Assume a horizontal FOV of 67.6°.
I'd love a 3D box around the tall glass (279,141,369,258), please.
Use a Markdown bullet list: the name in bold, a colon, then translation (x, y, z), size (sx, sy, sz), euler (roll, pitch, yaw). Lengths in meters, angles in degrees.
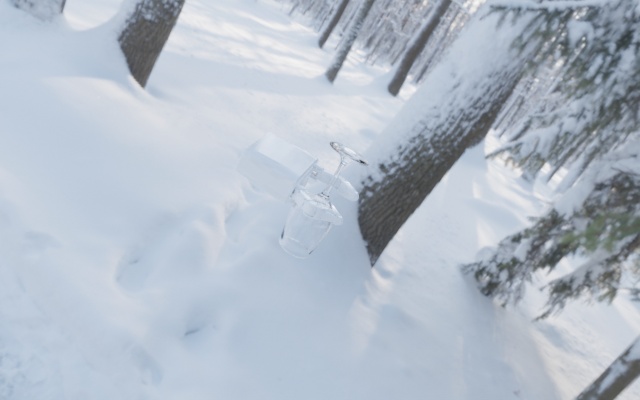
- **tall glass**: translation (0.001, 0.002, 0.820), size (0.079, 0.201, 0.079), euler (27, 19, -10)
